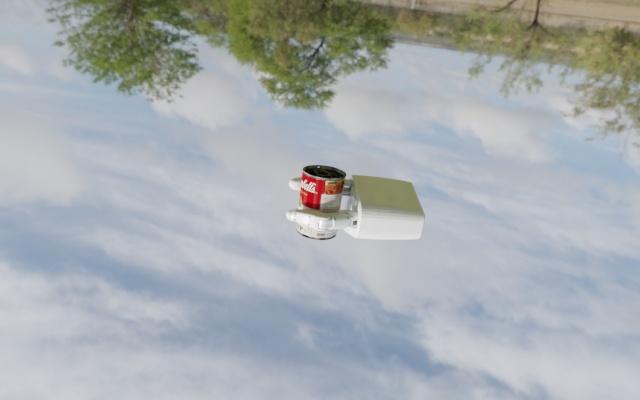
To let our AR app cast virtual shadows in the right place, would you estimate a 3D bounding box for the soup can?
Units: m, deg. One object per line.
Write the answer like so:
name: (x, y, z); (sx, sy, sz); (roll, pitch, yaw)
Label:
soup can: (0.000, 0.003, 0.748); (0.068, 0.102, 0.068); (7, 20, -2)
